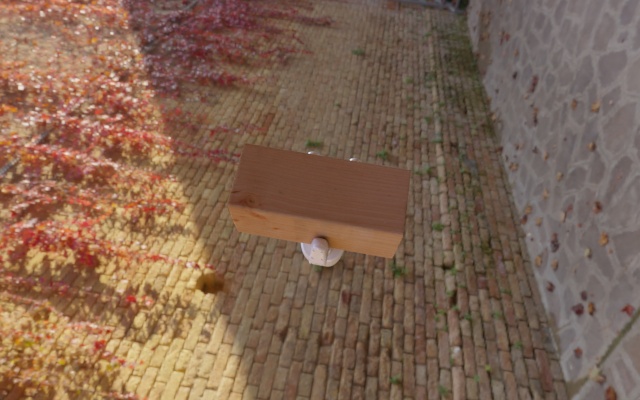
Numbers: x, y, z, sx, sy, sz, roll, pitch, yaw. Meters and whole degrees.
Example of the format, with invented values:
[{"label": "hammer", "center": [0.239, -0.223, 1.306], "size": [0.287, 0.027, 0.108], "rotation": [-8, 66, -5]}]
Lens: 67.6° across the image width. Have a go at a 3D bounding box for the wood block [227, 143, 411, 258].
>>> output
[{"label": "wood block", "center": [0.000, 0.002, 0.602], "size": [0.206, 0.090, 0.090], "rotation": [9, -24, 3]}]
